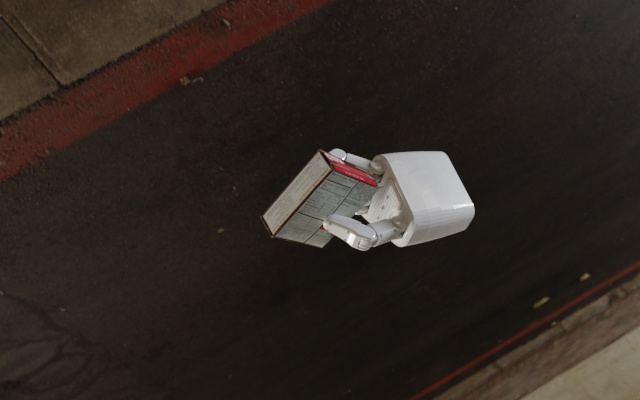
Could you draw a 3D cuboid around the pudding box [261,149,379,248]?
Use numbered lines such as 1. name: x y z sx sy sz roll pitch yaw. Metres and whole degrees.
1. pudding box: 0.000 0.002 0.556 0.090 0.113 0.039 19 29 -46
